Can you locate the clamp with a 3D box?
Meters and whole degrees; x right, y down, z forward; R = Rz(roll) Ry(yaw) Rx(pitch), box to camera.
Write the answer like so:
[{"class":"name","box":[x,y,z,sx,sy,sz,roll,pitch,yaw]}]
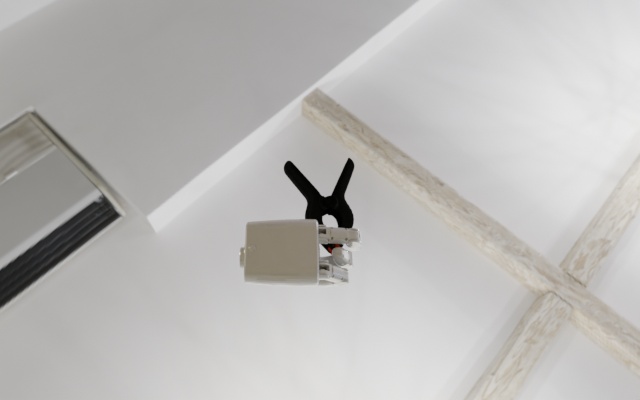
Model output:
[{"class":"clamp","box":[0.000,0.003,0.772,0.120,0.171,0.039,1,-28,-6]}]
